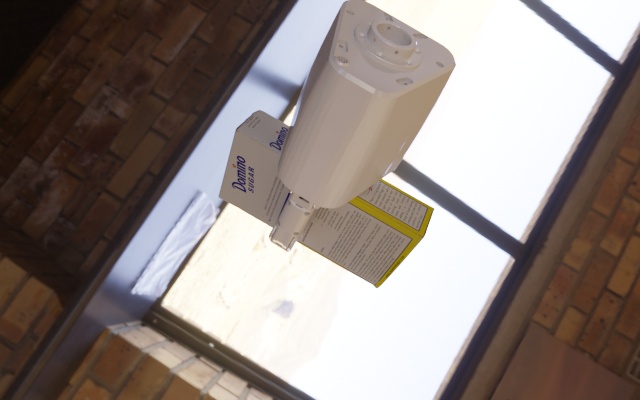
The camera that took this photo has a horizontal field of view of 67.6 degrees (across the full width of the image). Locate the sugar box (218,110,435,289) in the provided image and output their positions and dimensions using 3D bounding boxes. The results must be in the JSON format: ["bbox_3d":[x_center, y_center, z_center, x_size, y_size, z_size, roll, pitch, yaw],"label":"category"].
[{"bbox_3d":[0.000,0.001,0.427,0.176,0.093,0.048,32,47,4],"label":"sugar box"}]
